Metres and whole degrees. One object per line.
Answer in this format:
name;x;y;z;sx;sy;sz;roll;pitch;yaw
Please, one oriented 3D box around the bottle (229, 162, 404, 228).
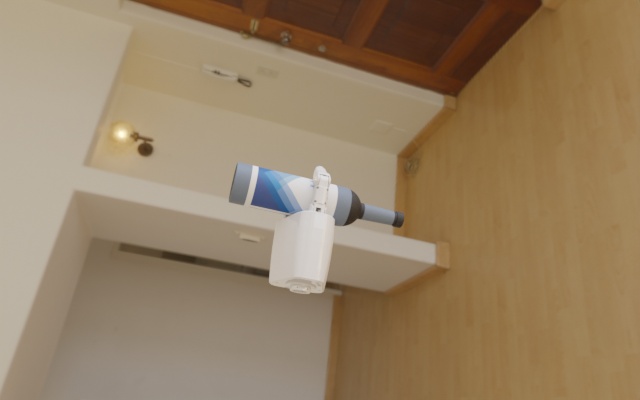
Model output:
bottle;0.000;0.002;0.796;0.296;0.069;0.069;13;-3;-13
